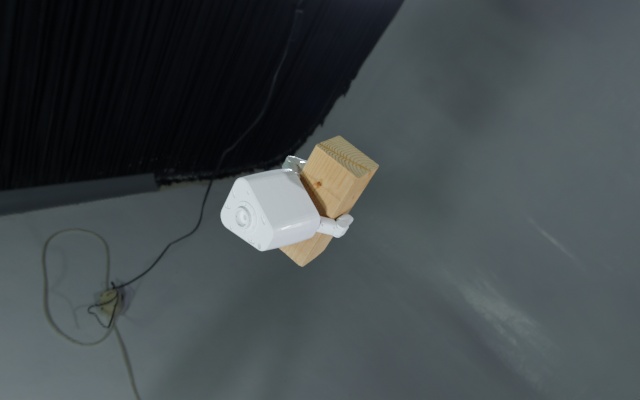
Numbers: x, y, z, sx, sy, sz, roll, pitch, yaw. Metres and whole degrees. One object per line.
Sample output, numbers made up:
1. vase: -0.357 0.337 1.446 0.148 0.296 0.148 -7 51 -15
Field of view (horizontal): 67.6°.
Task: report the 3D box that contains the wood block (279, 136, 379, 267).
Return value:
1. wood block: 0.000 0.003 0.831 0.091 0.206 0.090 39 31 13
